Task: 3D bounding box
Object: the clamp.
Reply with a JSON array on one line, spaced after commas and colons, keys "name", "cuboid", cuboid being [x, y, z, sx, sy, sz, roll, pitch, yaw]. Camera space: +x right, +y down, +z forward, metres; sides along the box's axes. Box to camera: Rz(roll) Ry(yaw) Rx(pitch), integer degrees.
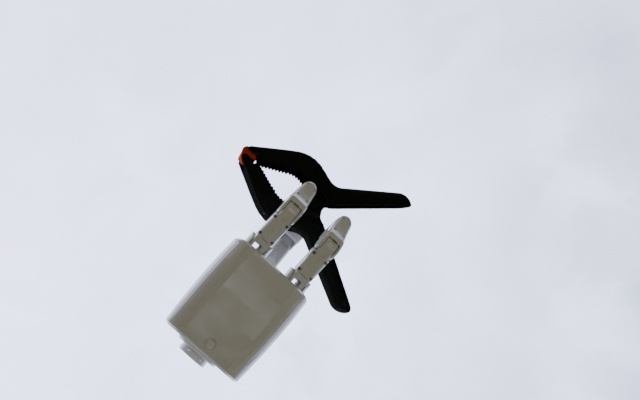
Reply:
[{"name": "clamp", "cuboid": [-0.001, 0.002, 0.553, 0.210, 0.164, 0.036, 43, -24, -5]}]
